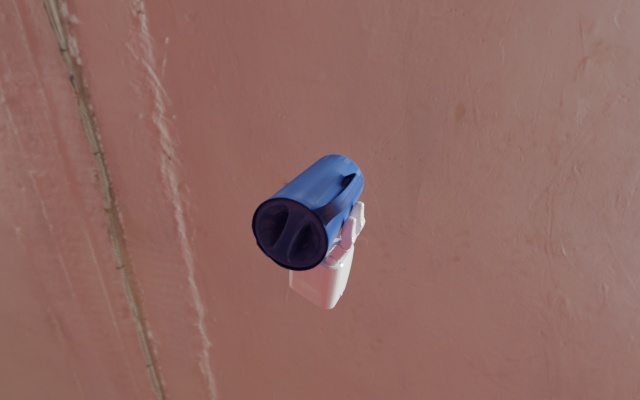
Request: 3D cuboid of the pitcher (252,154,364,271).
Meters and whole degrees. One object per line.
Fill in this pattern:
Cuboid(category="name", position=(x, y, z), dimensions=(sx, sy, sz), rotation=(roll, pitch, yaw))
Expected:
Cuboid(category="pitcher", position=(0.000, 0.003, 0.841), dimensions=(0.149, 0.145, 0.242), rotation=(15, 31, 17))
